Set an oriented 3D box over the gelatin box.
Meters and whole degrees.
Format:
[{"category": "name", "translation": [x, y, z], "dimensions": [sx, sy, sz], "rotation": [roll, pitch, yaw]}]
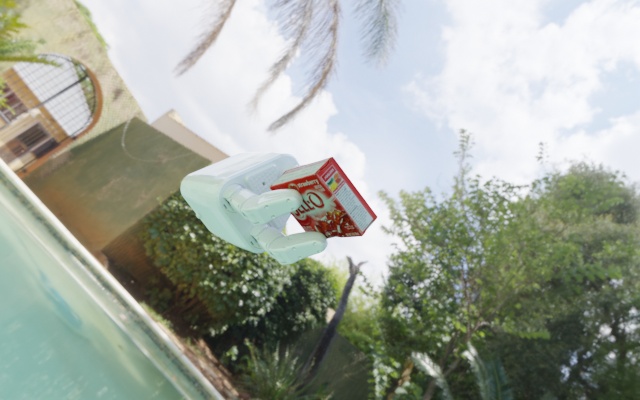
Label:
[{"category": "gelatin box", "translation": [0.001, 0.001, 0.456], "dimensions": [0.030, 0.073, 0.089], "rotation": [-47, 20, -29]}]
